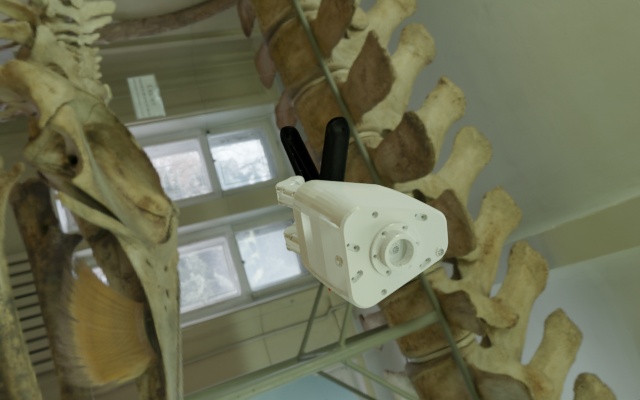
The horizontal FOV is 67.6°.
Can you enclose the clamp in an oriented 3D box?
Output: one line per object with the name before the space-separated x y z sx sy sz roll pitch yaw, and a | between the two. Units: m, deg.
clamp | 0.001 0.002 0.572 0.036 0.210 0.164 -14 17 -21
